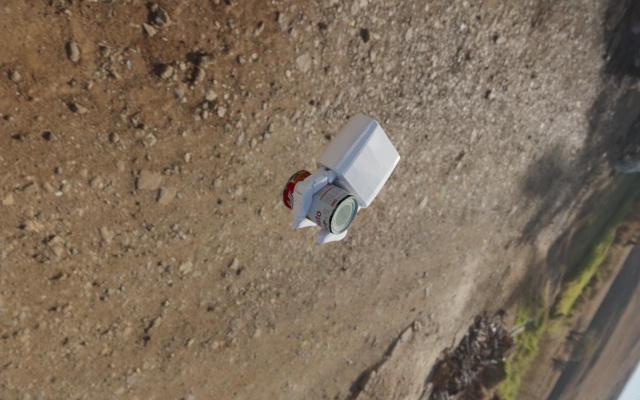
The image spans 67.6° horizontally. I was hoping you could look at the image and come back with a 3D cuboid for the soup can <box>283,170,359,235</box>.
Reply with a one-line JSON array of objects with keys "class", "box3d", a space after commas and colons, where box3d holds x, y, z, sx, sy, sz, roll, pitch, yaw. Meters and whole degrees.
[{"class": "soup can", "box3d": [0.000, 0.003, 0.745, 0.102, 0.068, 0.068, 29, 17, 32]}]
